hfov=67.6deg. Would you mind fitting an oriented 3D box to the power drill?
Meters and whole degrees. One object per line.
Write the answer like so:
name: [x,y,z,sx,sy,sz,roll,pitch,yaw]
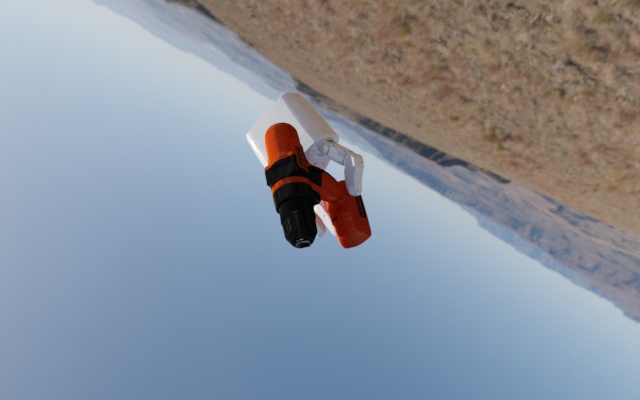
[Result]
power drill: [0.000,0.002,0.651,0.057,0.184,0.188,-26,-35,22]
